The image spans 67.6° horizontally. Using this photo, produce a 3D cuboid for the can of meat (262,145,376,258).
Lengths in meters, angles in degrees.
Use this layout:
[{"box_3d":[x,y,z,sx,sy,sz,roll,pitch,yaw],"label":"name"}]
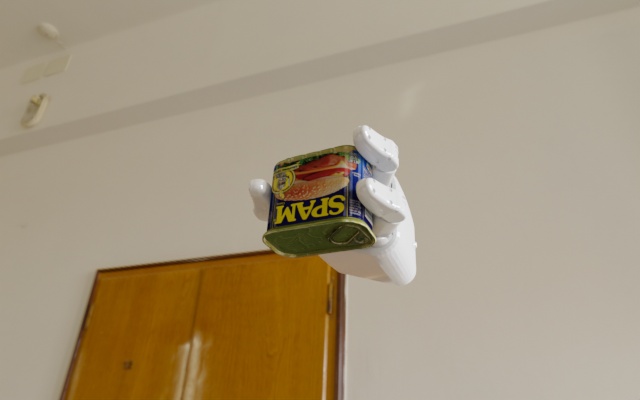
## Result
[{"box_3d":[0.000,0.001,0.456,0.102,0.084,0.057,-10,-33,22],"label":"can of meat"}]
